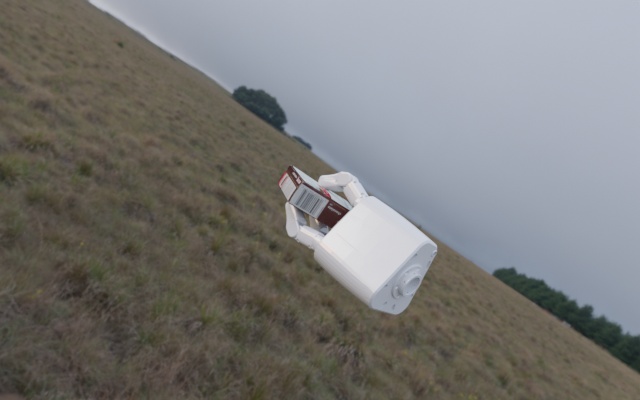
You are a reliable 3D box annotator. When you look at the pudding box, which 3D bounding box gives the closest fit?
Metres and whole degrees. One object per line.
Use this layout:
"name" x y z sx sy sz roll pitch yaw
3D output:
"pudding box" 0.000 0.002 0.678 0.113 0.039 0.090 34 7 -22
